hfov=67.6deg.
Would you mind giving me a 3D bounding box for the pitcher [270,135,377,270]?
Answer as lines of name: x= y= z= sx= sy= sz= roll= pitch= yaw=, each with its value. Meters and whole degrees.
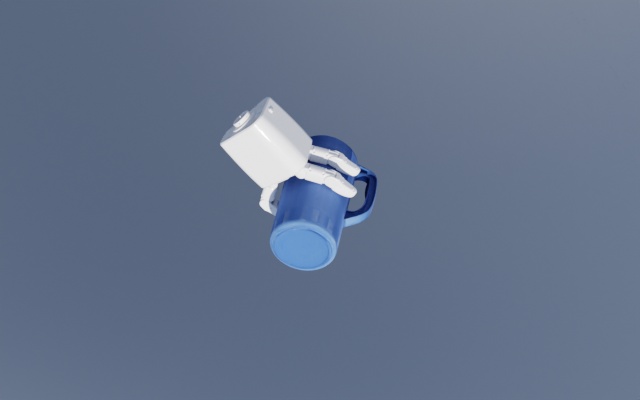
pitcher: x=0.000 y=0.003 z=0.833 sx=0.149 sy=0.145 sz=0.242 roll=-29 pitch=28 yaw=29
